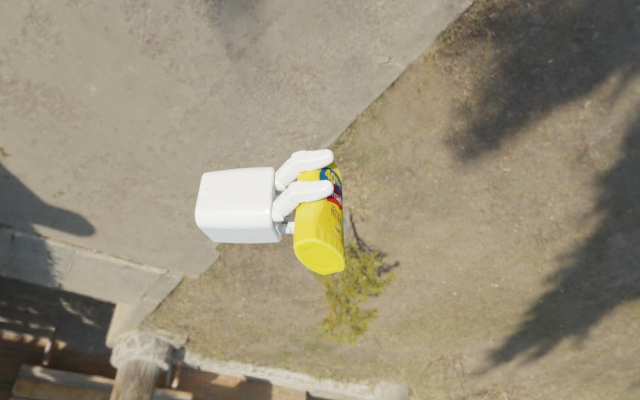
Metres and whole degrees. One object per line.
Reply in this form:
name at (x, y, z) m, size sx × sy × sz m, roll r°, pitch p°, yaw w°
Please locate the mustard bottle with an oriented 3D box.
mustard bottle at (0.000, 0.002, 0.683) m, size 0.058 × 0.191 × 0.096 m, roll -18°, pitch -41°, yaw 22°
